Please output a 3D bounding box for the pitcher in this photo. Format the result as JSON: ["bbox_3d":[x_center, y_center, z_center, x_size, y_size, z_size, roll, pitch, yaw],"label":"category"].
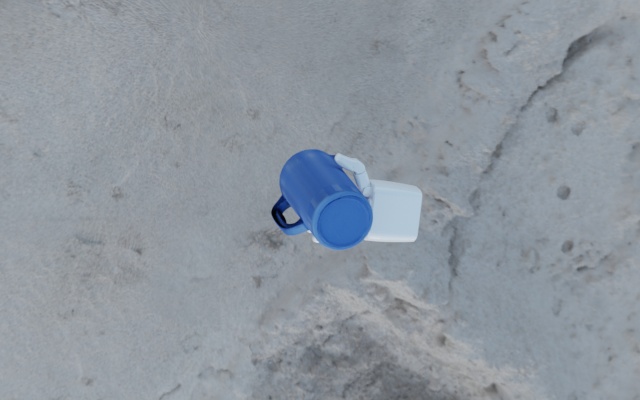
[{"bbox_3d":[0.000,0.003,0.893,0.145,0.149,0.242,6,18,-17],"label":"pitcher"}]
